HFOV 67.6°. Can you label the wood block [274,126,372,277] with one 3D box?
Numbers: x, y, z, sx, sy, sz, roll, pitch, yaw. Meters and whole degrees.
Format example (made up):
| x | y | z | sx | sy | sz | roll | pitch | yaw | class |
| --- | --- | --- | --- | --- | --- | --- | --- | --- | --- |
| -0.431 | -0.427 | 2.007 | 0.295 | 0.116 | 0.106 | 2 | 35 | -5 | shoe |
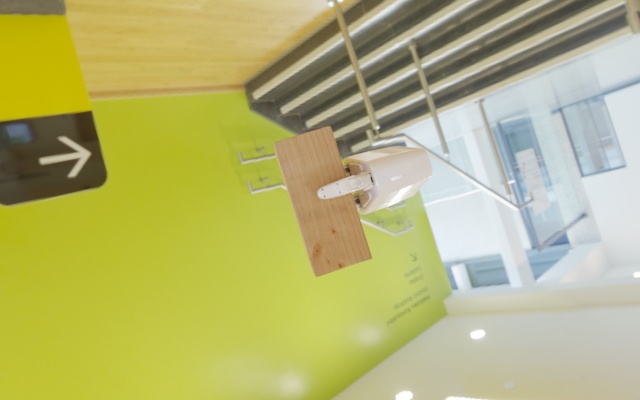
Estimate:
| x | y | z | sx | sy | sz | roll | pitch | yaw | class |
| --- | --- | --- | --- | --- | --- | --- | --- | --- | --- |
| 0.001 | 0.002 | 0.738 | 0.090 | 0.206 | 0.091 | -18 | -2 | -6 | wood block |
